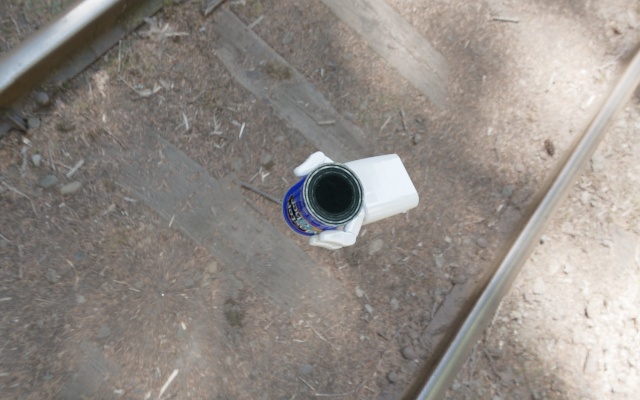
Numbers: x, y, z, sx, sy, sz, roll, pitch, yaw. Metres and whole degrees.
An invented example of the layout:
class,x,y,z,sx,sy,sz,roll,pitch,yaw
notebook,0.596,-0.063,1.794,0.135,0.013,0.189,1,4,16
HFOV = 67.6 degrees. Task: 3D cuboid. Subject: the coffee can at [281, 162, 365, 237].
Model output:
class,x,y,z,sx,sy,sz,roll,pitch,yaw
coffee can,0.000,0.003,0.806,0.103,0.103,0.140,0,-11,-18
